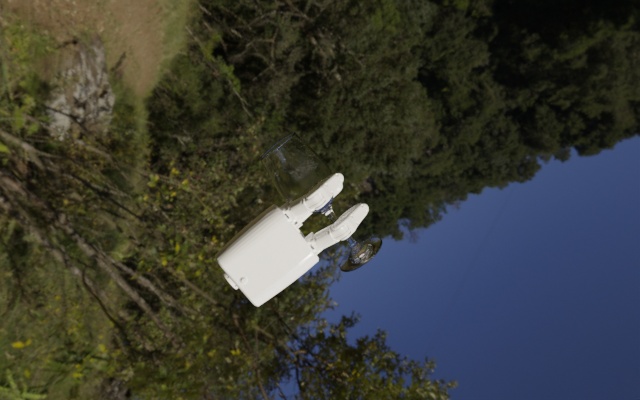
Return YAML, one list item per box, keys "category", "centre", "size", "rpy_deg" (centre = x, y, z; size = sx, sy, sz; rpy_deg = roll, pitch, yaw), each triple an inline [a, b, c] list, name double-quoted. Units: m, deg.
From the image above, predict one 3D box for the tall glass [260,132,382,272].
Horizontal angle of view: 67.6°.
- category: "tall glass"
  centre: [0.001, 0.003, 0.670]
  size: [0.079, 0.201, 0.079]
  rpy_deg: [-35, 14, 10]
